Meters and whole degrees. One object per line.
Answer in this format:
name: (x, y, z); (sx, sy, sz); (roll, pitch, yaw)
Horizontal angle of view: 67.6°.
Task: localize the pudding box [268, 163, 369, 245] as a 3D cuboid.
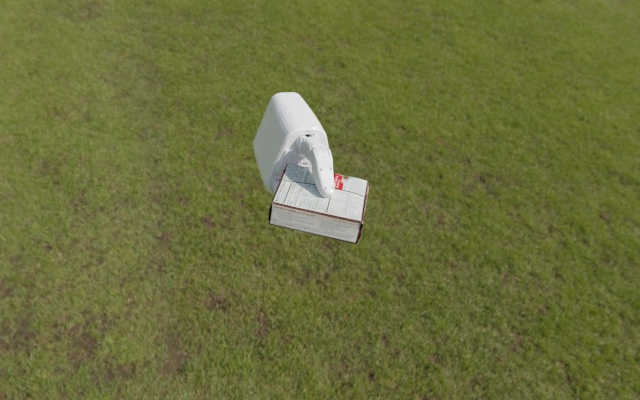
pudding box: (0.000, 0.002, 0.590); (0.113, 0.039, 0.090); (11, 38, 3)
